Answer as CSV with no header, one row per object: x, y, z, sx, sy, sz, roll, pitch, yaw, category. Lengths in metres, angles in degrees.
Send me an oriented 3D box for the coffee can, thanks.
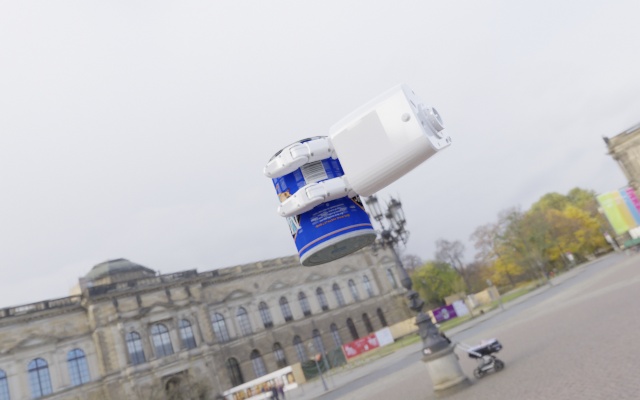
0.000,0.002,0.624,0.103,0.140,0.103,-20,-18,-6,coffee can
